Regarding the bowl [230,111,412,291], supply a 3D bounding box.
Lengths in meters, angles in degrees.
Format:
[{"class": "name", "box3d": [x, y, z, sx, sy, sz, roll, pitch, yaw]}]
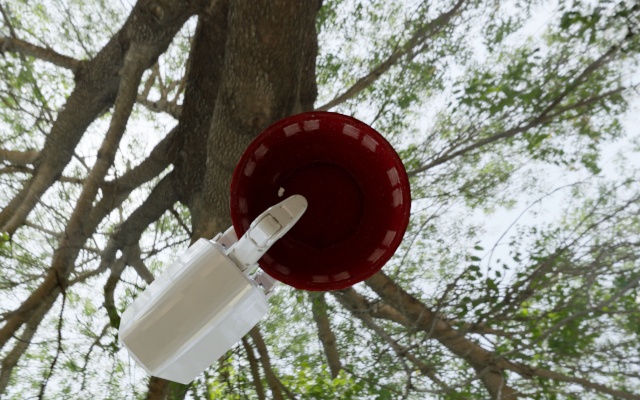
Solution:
[{"class": "bowl", "box3d": [0.001, 0.001, 0.448, 0.162, 0.162, 0.055, 0, -5, 0]}]
